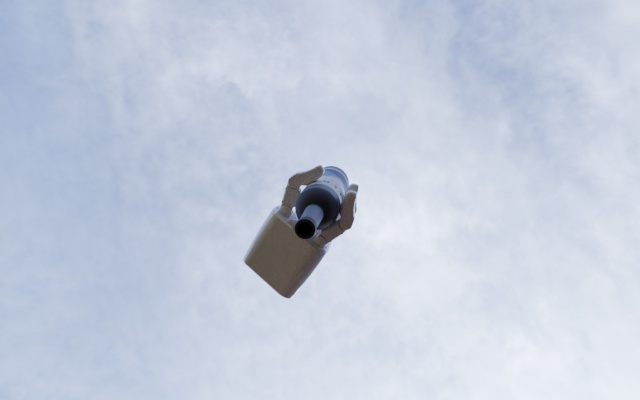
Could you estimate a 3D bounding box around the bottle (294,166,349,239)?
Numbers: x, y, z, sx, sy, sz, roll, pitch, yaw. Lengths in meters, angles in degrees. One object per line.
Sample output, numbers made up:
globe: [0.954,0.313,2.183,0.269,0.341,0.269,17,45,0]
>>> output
bottle: [0.000,0.002,0.750,0.069,0.069,0.295,0,14,8]
